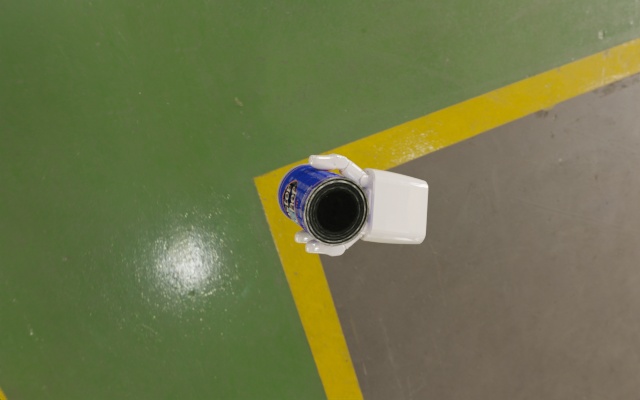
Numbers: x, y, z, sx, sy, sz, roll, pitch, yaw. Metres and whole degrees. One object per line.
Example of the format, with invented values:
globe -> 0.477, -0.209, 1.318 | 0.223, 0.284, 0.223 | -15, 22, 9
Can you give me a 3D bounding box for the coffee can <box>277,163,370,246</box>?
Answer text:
coffee can -> 0.000, 0.002, 0.743 | 0.103, 0.103, 0.140 | 0, 12, -21
